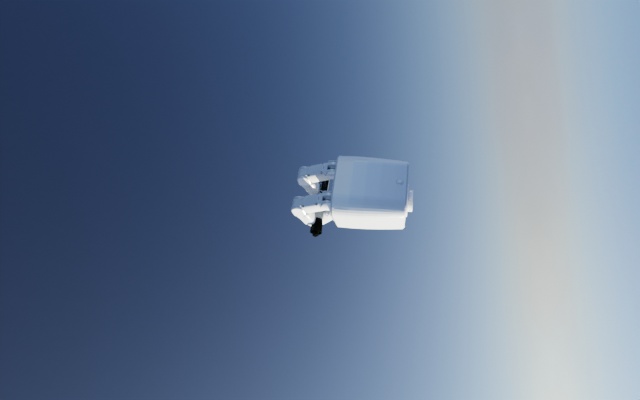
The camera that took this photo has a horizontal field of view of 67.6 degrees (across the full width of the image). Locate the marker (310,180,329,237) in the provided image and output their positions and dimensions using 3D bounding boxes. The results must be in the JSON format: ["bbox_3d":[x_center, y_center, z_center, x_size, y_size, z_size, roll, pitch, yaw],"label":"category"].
[{"bbox_3d":[0.000,0.002,0.765,0.020,0.121,0.020,7,-30,4],"label":"marker"}]
